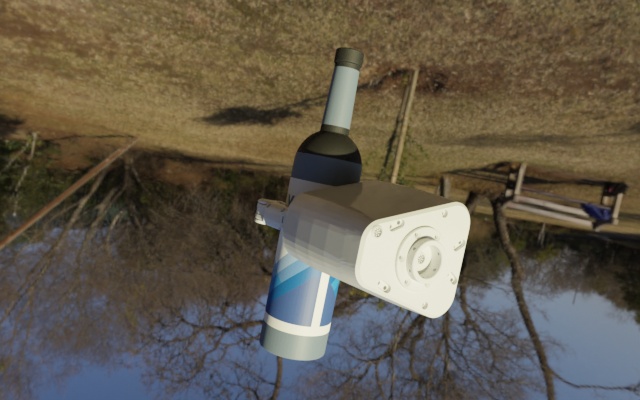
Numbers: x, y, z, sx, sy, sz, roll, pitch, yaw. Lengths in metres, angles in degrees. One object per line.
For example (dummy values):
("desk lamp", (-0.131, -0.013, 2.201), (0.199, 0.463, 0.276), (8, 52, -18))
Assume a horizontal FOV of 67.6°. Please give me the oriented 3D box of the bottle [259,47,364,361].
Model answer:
("bottle", (0.000, 0.002, 0.466), (0.069, 0.296, 0.069), (11, 4, -1))
